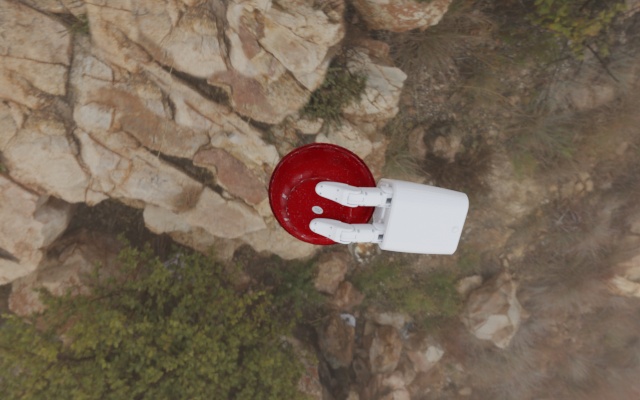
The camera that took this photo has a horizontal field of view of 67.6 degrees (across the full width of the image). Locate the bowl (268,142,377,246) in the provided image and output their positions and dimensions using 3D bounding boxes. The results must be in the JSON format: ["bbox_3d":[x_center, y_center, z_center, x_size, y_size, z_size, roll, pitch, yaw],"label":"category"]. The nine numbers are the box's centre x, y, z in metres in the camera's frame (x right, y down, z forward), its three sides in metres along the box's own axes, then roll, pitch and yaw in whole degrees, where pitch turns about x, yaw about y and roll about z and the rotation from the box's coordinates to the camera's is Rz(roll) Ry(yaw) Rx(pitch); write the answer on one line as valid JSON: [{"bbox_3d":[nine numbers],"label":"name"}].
[{"bbox_3d":[-0.001,0.002,0.680,0.162,0.162,0.055,0,21,6],"label":"bowl"}]
